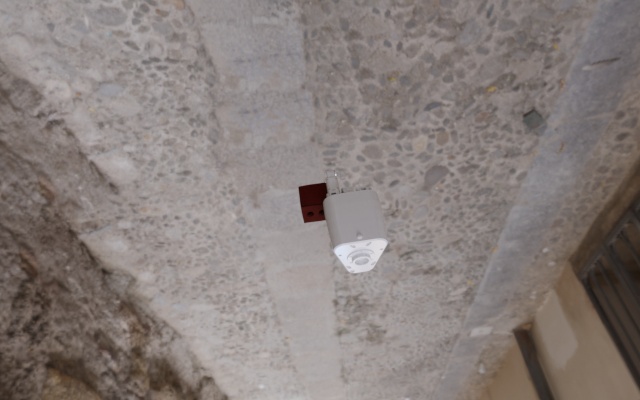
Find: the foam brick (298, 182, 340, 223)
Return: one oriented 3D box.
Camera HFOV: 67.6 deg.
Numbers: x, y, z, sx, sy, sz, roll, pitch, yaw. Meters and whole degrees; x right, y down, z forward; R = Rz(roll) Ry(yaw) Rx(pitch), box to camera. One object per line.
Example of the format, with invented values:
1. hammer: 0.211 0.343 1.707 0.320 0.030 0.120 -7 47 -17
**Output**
1. foam brick: 0.000 0.003 0.895 0.078 0.051 0.053 -8 -37 -1
